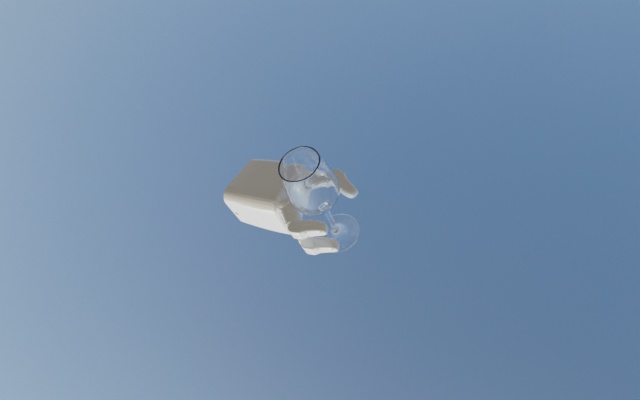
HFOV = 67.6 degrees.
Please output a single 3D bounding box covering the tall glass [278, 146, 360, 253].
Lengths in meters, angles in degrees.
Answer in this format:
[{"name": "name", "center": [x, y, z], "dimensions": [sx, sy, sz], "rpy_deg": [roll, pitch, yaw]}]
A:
[{"name": "tall glass", "center": [0.000, 0.003, 0.733], "dimensions": [0.079, 0.079, 0.201], "rpy_deg": [0, -32, 21]}]
